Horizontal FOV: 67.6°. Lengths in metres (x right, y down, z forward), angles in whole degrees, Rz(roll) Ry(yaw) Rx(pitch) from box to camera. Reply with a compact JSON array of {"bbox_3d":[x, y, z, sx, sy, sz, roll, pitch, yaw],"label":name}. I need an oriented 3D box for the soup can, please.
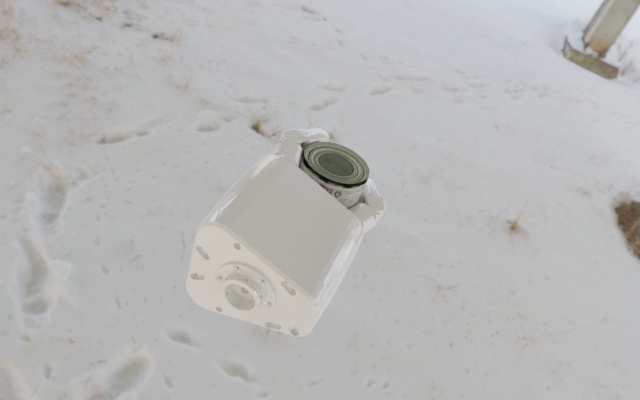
[{"bbox_3d":[0.000,0.001,0.475,0.068,0.102,0.068,14,37,-11],"label":"soup can"}]
